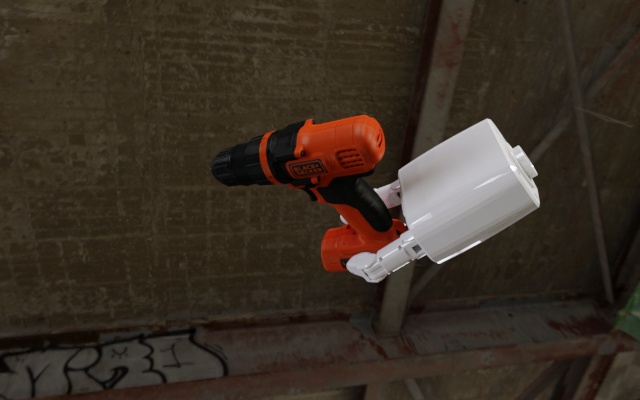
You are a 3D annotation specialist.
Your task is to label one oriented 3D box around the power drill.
[{"bbox_3d":[0.001,0.002,0.498,0.184,0.057,0.188,-7,-43,29],"label":"power drill"}]
